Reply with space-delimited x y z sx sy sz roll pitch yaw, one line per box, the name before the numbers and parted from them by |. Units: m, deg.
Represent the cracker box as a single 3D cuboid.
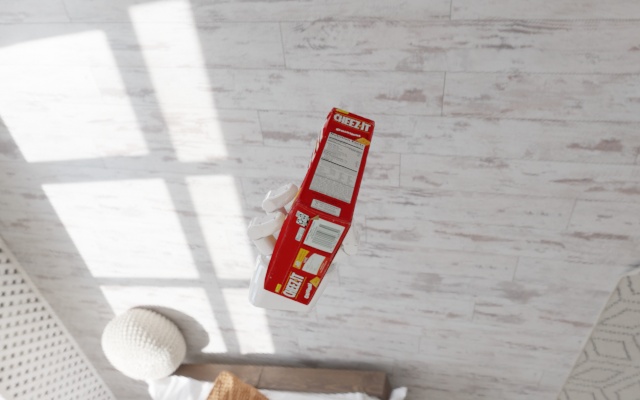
cracker box | 0.000 0.002 0.630 0.072 0.164 0.213 21 42 -3
